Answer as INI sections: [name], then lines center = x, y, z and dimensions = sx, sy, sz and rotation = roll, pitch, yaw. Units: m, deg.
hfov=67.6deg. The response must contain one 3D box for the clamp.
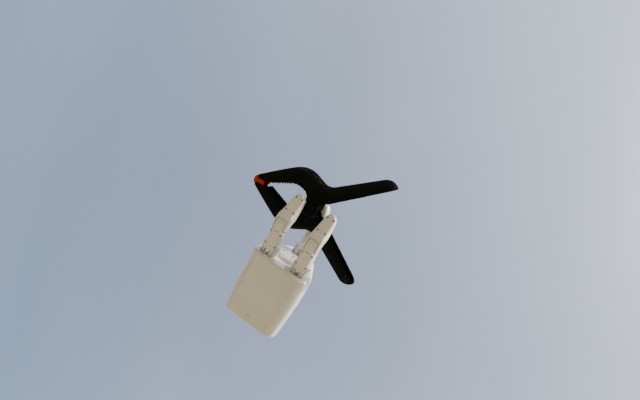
[clamp]
center = 0.000, 0.002, 0.706
dimensions = 0.210, 0.164, 0.036
rotation = 33, 11, 13
